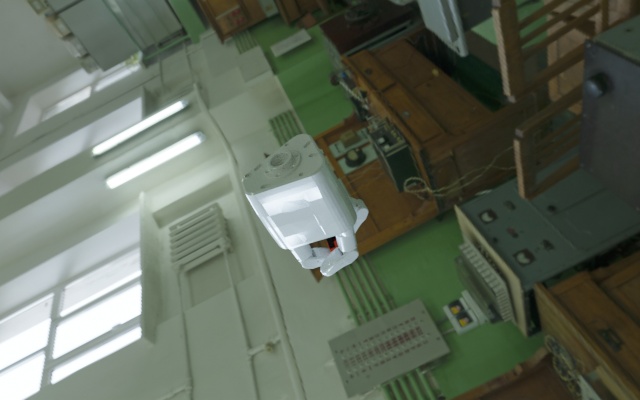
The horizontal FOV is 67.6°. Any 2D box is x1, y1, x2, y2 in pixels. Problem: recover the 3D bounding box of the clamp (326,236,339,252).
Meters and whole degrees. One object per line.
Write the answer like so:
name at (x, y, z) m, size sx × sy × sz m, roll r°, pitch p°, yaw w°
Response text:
clamp at (0.000, 0.003, 0.719) m, size 0.039 × 0.120 × 0.171 m, roll -29°, pitch 40°, yaw 2°
